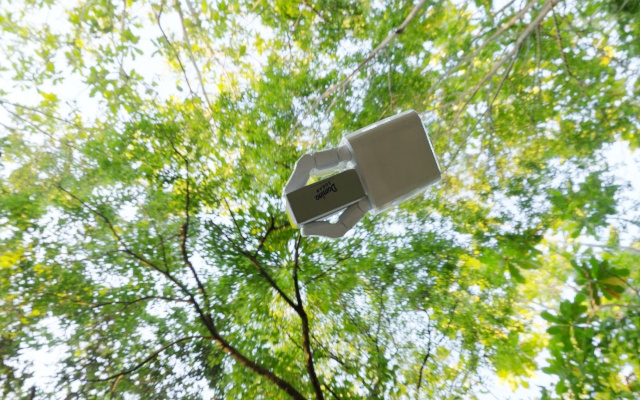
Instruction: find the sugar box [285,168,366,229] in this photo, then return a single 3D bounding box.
[{"bbox_3d":[0.000,0.002,0.653,0.093,0.048,0.176,-22,-6,-7],"label":"sugar box"}]
